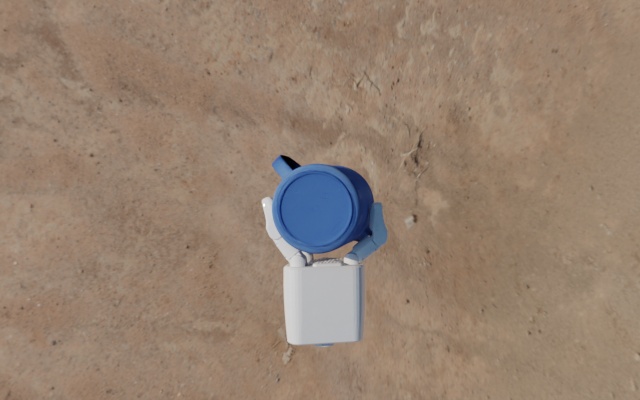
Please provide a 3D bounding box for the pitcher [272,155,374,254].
[{"bbox_3d":[0.000,0.002,0.677,0.149,0.145,0.243,0,0,7],"label":"pitcher"}]
